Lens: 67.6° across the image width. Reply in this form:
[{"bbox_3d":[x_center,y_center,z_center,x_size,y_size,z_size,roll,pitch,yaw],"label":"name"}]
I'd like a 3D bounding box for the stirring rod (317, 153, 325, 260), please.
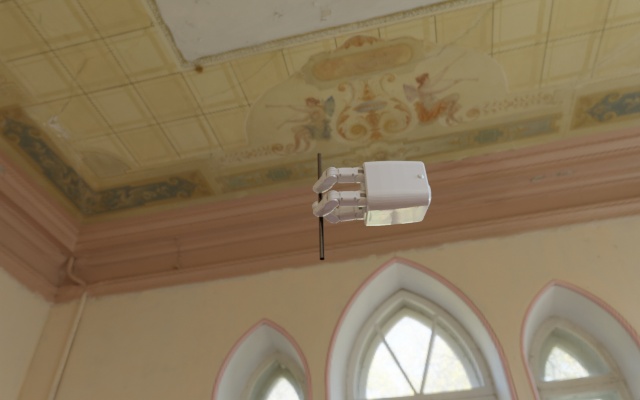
[{"bbox_3d":[0.000,0.003,0.854,0.011,0.239,0.011,-1,-40,-1],"label":"stirring rod"}]
